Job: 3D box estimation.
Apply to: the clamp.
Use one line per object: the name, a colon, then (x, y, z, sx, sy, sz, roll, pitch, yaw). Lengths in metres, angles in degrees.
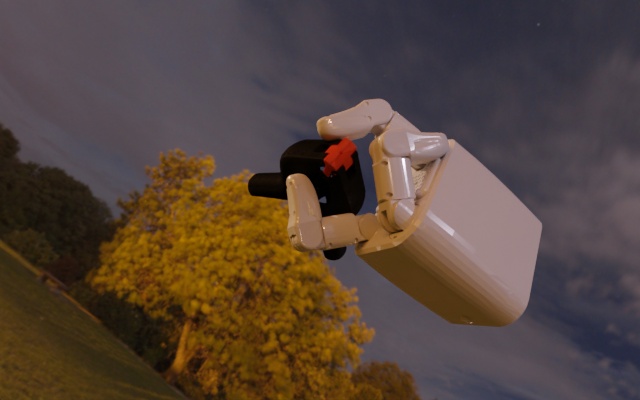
clamp: (0.000, 0.001, 0.423, 0.120, 0.039, 0.171, 38, -22, -9)
